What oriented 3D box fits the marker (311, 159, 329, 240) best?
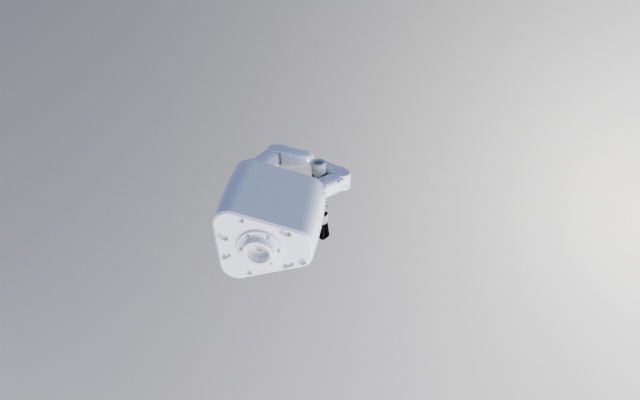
[{"bbox_3d":[0.000,0.002,0.630,0.020,0.121,0.020,-2,34,2],"label":"marker"}]
